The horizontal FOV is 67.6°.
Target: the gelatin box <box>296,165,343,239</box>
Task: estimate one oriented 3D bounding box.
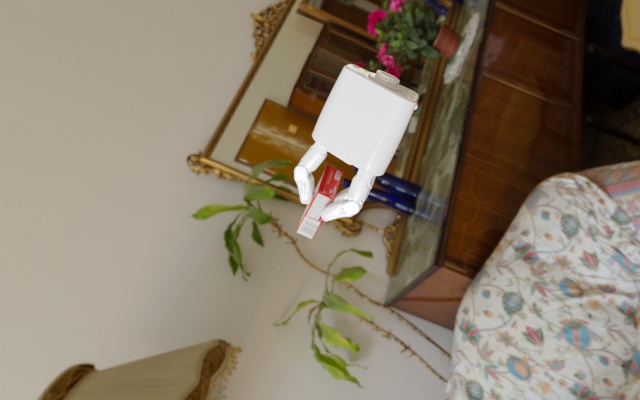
[{"bbox_3d":[0.000,0.002,0.711,0.030,0.089,0.073,26,37,-4],"label":"gelatin box"}]
